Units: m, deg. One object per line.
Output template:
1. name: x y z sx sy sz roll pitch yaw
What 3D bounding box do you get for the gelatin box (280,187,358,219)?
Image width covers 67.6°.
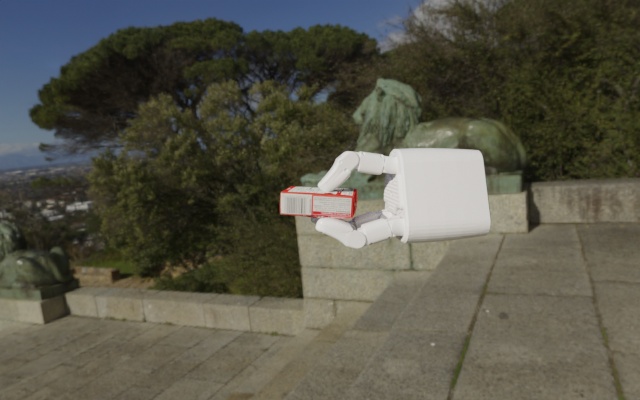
1. gelatin box: 0.000 0.001 0.585 0.089 0.030 0.073 3 8 5
